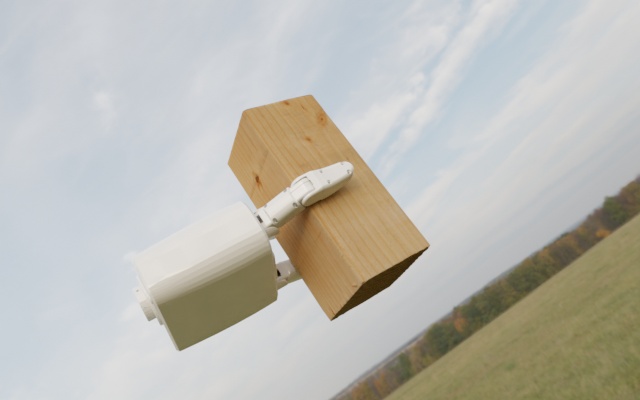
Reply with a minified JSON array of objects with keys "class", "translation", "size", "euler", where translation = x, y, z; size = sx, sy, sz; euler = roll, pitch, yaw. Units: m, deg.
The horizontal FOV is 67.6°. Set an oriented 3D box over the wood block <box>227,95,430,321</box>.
[{"class":"wood block","translation":[0.000,0.001,0.487],"size":[0.090,0.206,0.091],"euler":[-22,-24,-34]}]
